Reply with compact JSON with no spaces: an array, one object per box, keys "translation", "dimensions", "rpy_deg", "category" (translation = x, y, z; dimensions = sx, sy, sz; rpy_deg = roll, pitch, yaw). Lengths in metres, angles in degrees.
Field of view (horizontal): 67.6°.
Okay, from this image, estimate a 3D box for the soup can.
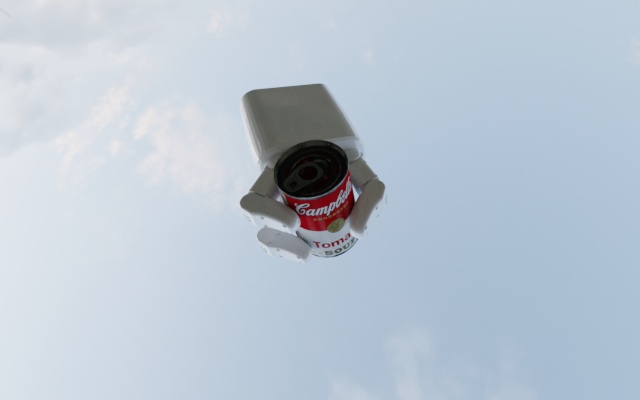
[{"translation":[0.000,0.002,0.459],"dimensions":[0.068,0.068,0.102],"rpy_deg":[0,-37,13],"category":"soup can"}]
